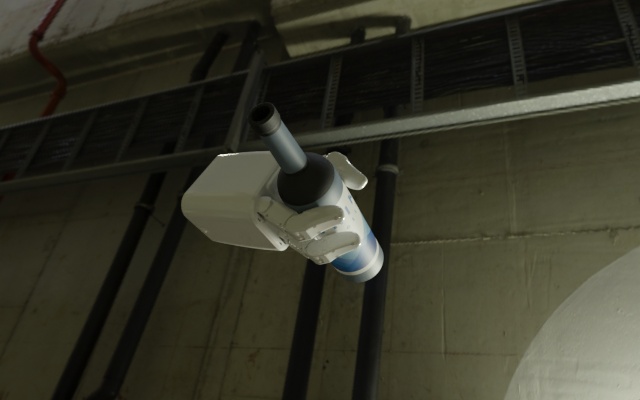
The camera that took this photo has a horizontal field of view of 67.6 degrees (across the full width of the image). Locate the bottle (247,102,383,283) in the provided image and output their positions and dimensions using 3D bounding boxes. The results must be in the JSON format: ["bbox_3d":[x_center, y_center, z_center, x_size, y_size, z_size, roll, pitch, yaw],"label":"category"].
[{"bbox_3d":[0.000,0.002,0.536,0.069,0.069,0.296,0,-33,25],"label":"bottle"}]
